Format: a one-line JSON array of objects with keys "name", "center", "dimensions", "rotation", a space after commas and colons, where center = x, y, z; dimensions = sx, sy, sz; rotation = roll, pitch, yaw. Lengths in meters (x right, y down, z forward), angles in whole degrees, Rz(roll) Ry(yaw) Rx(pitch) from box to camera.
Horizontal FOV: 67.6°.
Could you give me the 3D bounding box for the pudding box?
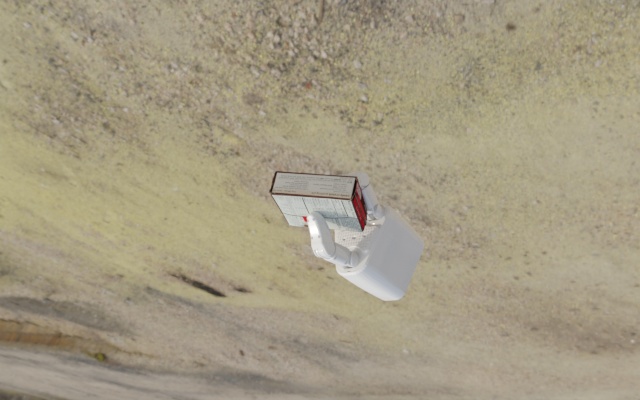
[{"name": "pudding box", "center": [0.000, 0.002, 0.627], "dimensions": [0.113, 0.039, 0.090], "rotation": [3, -30, 17]}]
